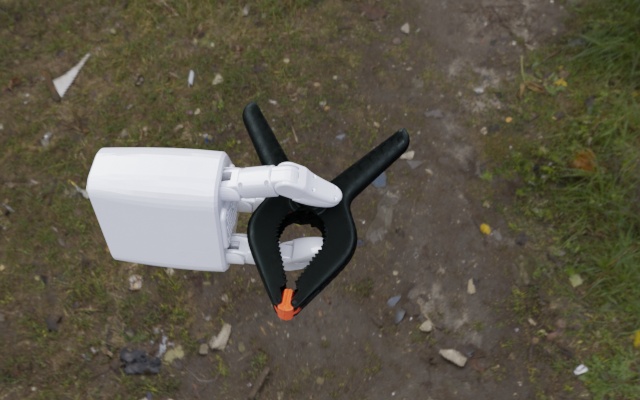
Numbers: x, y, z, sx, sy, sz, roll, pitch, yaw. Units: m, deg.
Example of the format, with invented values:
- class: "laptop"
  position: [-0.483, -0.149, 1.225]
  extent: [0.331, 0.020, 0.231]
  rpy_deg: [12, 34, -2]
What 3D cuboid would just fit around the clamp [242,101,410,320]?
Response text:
- class: "clamp"
  position: [0.000, 0.001, 0.426]
  extent: [0.164, 0.209, 0.036]
  rpy_deg: [4, -29, 0]
